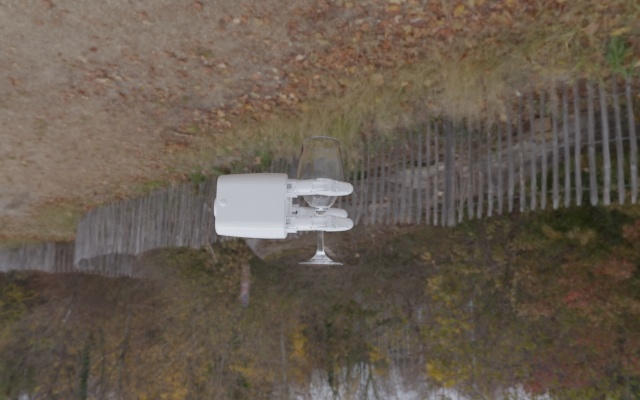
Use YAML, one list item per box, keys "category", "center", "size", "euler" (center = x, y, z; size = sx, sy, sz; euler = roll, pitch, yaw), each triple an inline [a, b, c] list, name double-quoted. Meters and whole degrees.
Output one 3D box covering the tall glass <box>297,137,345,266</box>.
- category: "tall glass"
  center: [0.000, 0.003, 0.766]
  size: [0.079, 0.201, 0.079]
  euler: [1, -10, 0]
